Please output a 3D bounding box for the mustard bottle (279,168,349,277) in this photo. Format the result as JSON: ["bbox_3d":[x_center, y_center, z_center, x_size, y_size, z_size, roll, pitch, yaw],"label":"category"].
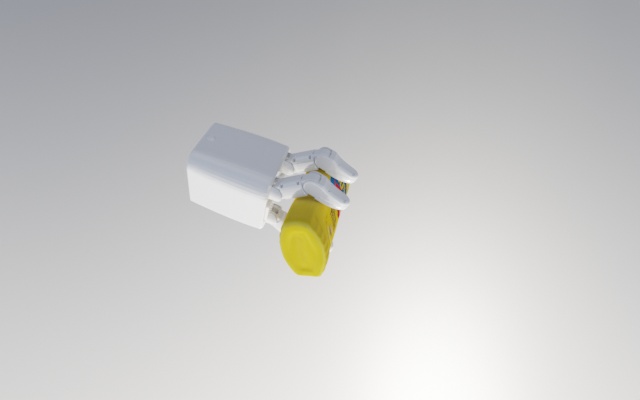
[{"bbox_3d":[0.000,0.002,0.636,0.058,0.096,0.191,1,40,16],"label":"mustard bottle"}]
